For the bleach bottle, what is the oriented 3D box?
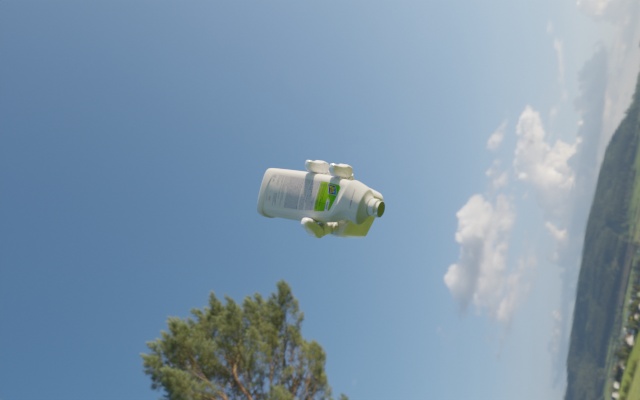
[{"bbox_3d":[0.000,0.003,0.888,0.251,0.102,0.068,11,-1,34],"label":"bleach bottle"}]
